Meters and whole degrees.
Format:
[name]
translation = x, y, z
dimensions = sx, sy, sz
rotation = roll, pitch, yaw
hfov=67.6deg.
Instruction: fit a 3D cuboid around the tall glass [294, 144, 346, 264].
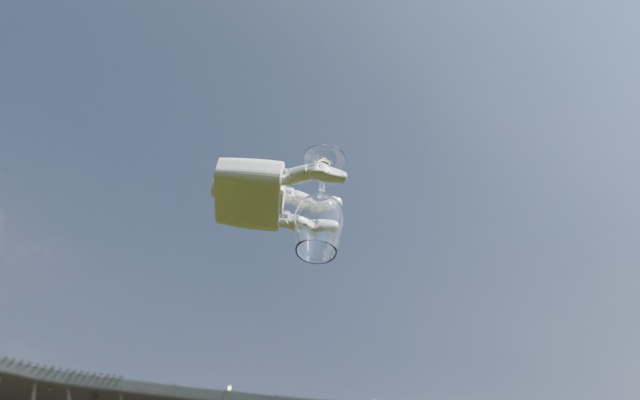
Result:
[tall glass]
translation = 0.000, 0.002, 0.767
dimensions = 0.079, 0.200, 0.079
rotation = 3, -42, 2
